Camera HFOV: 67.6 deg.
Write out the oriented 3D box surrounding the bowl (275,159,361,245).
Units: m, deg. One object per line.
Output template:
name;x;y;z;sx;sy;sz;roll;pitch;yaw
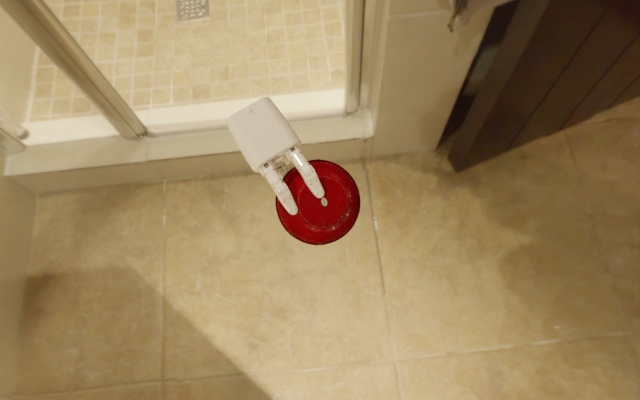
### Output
bowl;0.001;0.004;0.871;0.162;0.162;0.055;0;-1;-9
